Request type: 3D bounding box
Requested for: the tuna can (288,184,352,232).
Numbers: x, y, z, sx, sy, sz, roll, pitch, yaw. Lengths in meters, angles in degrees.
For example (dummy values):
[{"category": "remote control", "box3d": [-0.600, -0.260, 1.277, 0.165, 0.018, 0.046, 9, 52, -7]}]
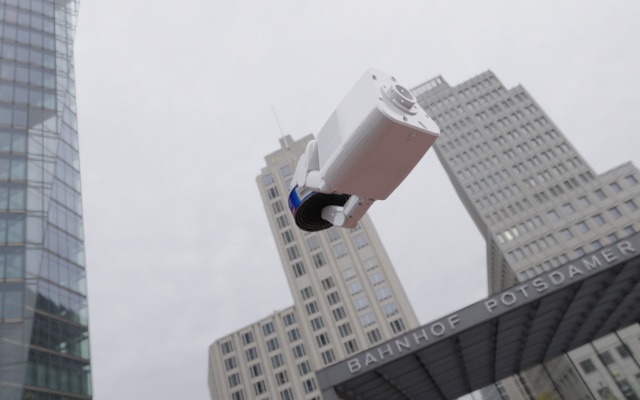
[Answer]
[{"category": "tuna can", "box3d": [0.000, 0.002, 0.646, 0.086, 0.033, 0.086, -17, -38, -14]}]
